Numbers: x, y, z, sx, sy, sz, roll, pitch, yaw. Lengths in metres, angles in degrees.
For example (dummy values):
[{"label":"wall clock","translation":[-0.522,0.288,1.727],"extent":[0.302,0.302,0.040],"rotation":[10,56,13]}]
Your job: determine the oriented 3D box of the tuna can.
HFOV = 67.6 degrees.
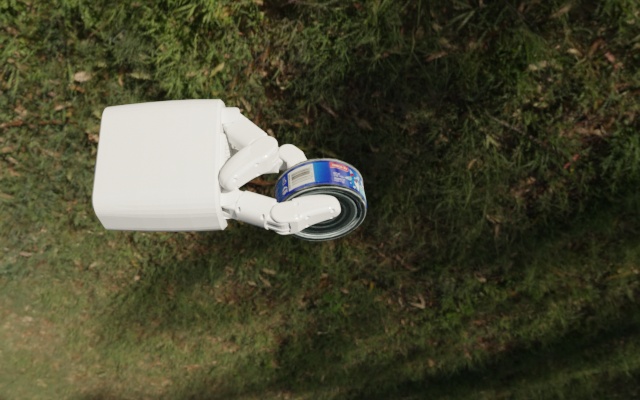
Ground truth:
[{"label":"tuna can","translation":[0.000,0.002,0.449],"extent":[0.086,0.033,0.086],"rotation":[-4,-39,-3]}]
